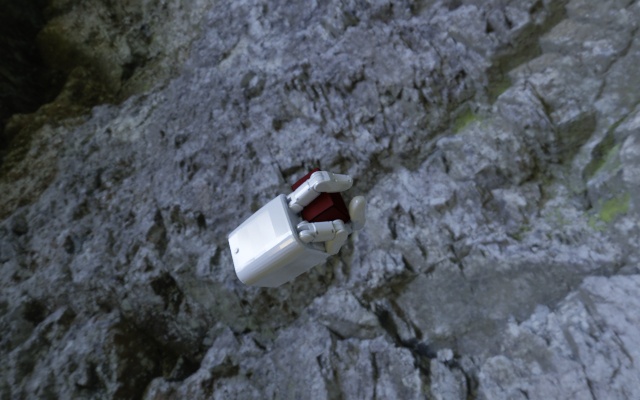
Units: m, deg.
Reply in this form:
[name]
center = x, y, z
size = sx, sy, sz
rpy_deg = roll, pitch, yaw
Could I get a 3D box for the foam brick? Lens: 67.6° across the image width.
[foam brick]
center = 0.000, 0.002, 0.692
size = 0.051, 0.078, 0.053
rpy_deg = -35, -41, 16
